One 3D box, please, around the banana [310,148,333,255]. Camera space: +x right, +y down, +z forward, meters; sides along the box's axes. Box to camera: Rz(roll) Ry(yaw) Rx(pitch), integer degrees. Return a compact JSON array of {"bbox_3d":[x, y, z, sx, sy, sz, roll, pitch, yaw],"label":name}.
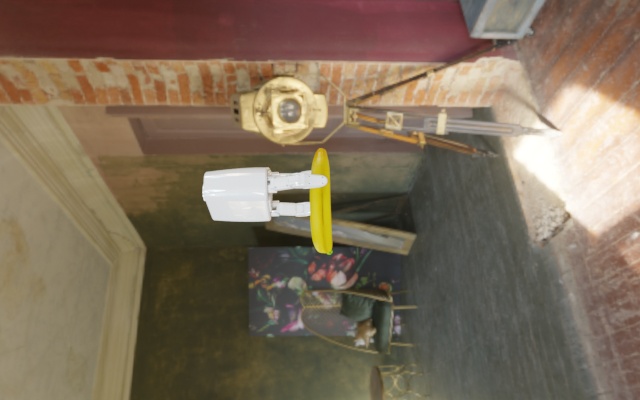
[{"bbox_3d":[0.000,0.010,0.833,0.037,0.198,0.069,-2,13,1],"label":"banana"}]
